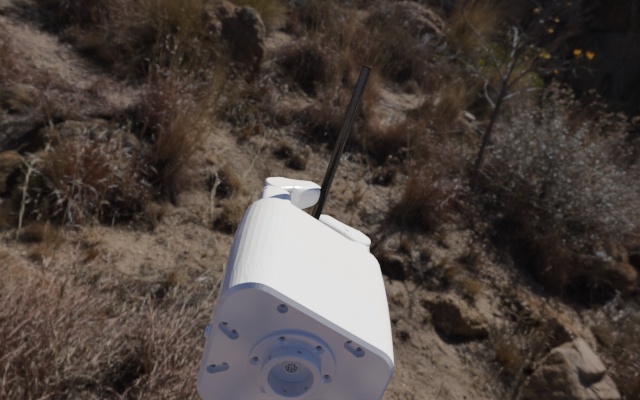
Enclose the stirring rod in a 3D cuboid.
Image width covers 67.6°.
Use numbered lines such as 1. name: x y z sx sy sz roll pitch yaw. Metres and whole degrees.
1. stirring rod: 0.000 0.001 0.419 0.011 0.240 0.011 16 22 -7
